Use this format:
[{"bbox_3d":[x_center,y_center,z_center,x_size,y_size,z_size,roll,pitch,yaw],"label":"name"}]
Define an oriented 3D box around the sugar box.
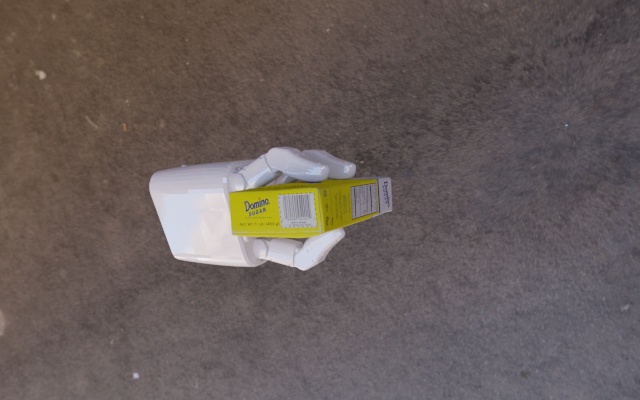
[{"bbox_3d":[0.000,0.001,0.477,0.093,0.048,0.176,-1,7,27],"label":"sugar box"}]
